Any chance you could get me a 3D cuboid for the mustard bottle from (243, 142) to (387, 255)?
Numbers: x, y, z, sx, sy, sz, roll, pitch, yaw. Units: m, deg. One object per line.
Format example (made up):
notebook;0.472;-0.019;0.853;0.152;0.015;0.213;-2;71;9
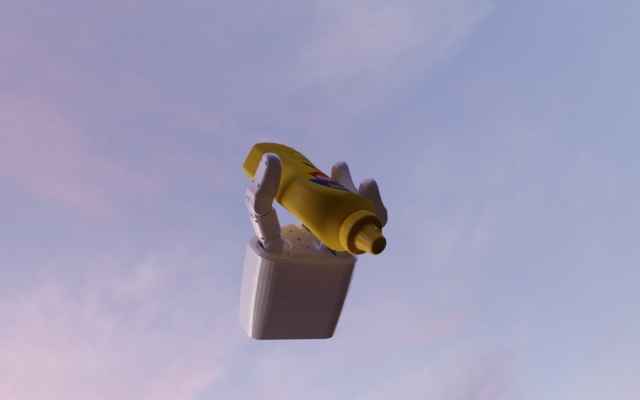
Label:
mustard bottle;0.000;0.001;0.483;0.096;0.058;0.191;25;9;-41
